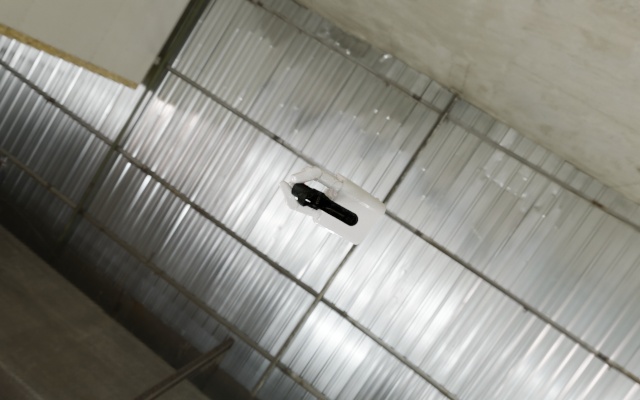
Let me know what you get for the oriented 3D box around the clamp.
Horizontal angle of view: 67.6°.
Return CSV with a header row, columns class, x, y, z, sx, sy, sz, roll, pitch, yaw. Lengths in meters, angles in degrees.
class,x,y,z,sx,sy,sz,roll,pitch,yaw
clamp,0.000,0.003,0.887,0.120,0.039,0.171,30,6,-17
